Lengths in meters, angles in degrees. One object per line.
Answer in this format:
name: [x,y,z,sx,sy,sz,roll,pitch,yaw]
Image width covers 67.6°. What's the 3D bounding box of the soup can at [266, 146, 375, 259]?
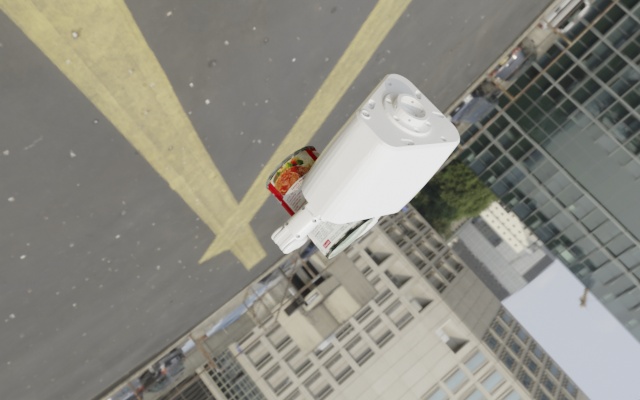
soup can: [0.000,0.002,0.504,0.068,0.102,0.068,-39,-12,-10]
